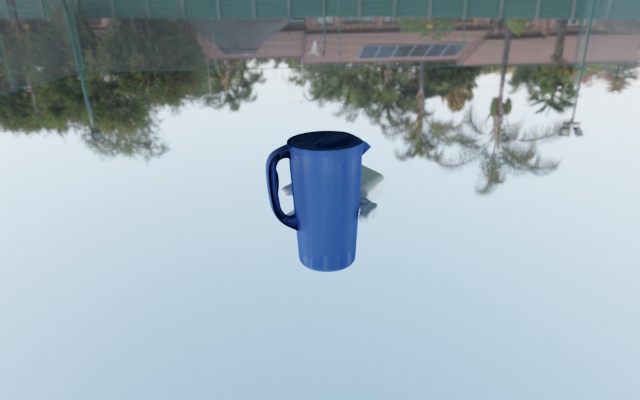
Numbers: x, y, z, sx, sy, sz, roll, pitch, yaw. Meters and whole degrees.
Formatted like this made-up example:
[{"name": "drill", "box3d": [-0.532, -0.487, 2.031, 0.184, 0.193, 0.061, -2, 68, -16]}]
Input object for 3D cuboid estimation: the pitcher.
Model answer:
[{"name": "pitcher", "box3d": [0.000, 0.003, 0.858, 0.149, 0.243, 0.145, 9, 24, 24]}]
